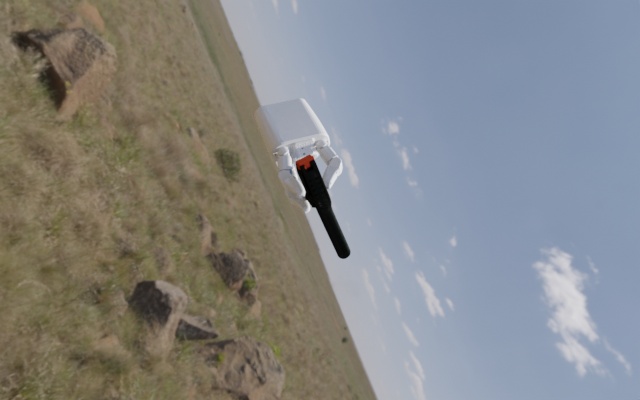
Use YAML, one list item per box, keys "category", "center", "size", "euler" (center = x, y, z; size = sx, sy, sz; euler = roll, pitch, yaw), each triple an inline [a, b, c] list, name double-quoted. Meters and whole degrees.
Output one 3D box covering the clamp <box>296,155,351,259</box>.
- category: "clamp"
  center: [0.001, 0.002, 0.827]
  size: [0.036, 0.164, 0.210]
  euler: [-28, -30, -7]
